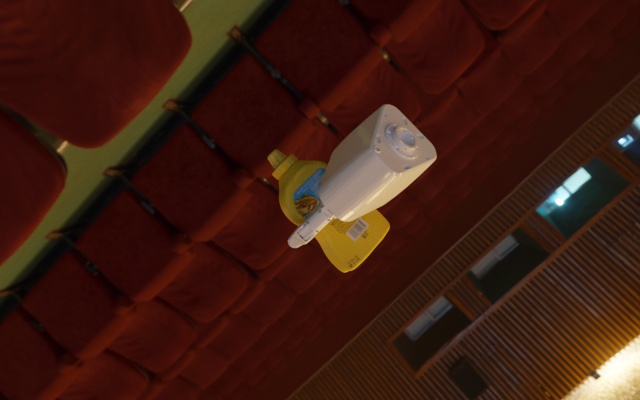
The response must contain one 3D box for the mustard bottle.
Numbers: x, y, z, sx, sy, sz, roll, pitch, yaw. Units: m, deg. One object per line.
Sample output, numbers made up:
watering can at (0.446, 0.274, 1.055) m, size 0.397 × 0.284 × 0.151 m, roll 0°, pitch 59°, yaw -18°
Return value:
mustard bottle at (0.000, 0.002, 0.664) m, size 0.096 × 0.191 × 0.058 m, roll -46°, pitch 2°, yaw -22°
